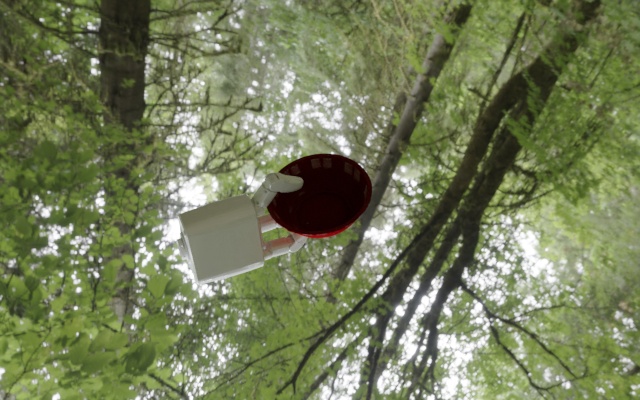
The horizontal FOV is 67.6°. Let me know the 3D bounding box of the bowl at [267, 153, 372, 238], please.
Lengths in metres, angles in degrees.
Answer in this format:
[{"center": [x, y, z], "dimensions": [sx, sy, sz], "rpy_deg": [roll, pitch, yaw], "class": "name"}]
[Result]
[{"center": [0.001, 0.002, 0.736], "dimensions": [0.162, 0.162, 0.055], "rpy_deg": [0, -39, 11], "class": "bowl"}]
